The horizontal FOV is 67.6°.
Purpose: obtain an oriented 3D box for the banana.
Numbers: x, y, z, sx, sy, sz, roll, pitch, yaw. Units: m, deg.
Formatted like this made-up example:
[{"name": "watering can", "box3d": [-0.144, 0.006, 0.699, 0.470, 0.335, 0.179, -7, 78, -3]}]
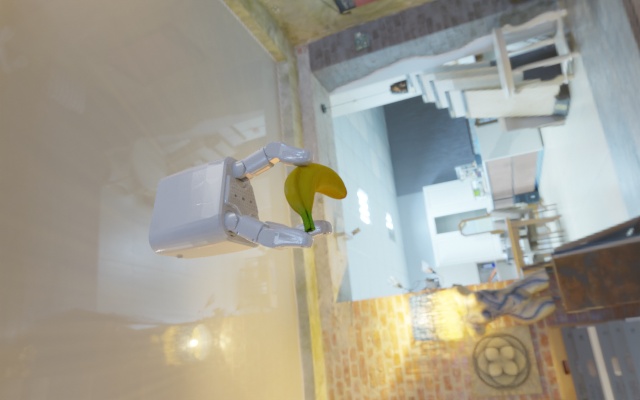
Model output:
[{"name": "banana", "box3d": [-0.006, -0.015, 0.595, 0.037, 0.069, 0.197, -15, 8, 18]}]
